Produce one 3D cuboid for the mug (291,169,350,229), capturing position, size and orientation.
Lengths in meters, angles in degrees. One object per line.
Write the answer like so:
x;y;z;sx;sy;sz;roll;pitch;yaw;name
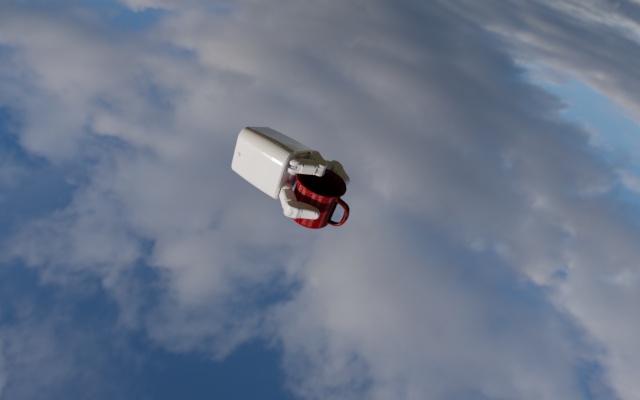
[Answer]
0.001;0.004;0.857;0.117;0.081;0.093;32;36;16;mug
